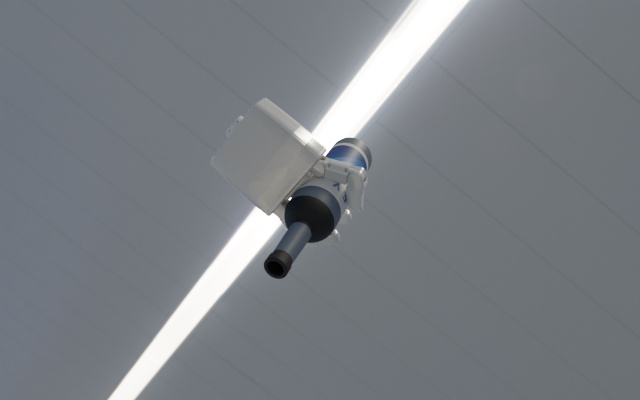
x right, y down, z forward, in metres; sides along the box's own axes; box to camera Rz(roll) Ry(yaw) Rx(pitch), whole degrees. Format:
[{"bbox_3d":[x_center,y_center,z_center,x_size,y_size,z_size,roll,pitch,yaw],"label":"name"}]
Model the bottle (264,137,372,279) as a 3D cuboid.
[{"bbox_3d":[0.000,0.002,0.620,0.069,0.069,0.295,0,28,22],"label":"bottle"}]
